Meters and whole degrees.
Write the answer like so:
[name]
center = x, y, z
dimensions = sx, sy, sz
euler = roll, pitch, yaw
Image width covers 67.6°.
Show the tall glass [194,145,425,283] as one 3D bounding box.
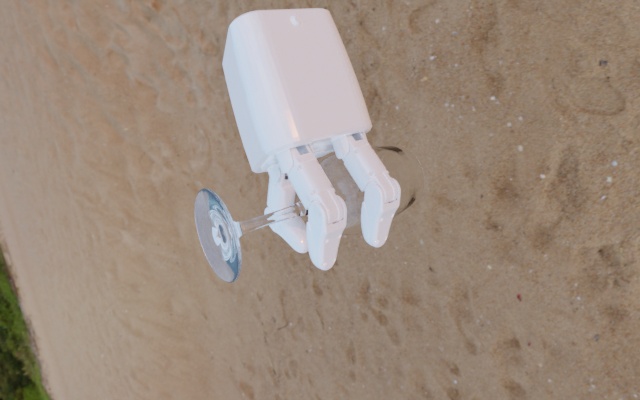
[tall glass]
center = 0.000, 0.002, 0.414
dimensions = 0.201, 0.079, 0.079
euler = -17, 10, -33
